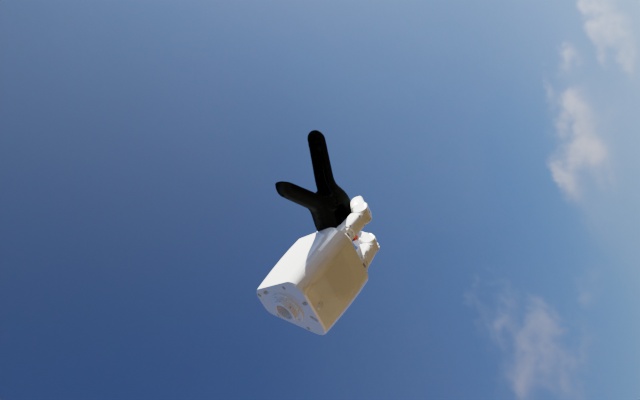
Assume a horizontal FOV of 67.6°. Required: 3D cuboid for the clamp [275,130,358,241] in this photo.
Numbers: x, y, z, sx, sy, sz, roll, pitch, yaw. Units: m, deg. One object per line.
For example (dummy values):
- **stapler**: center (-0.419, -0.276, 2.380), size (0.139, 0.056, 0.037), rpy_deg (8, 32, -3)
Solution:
- **clamp**: center (0.000, 0.002, 0.662), size (0.039, 0.171, 0.120), rpy_deg (-3, 33, 43)
